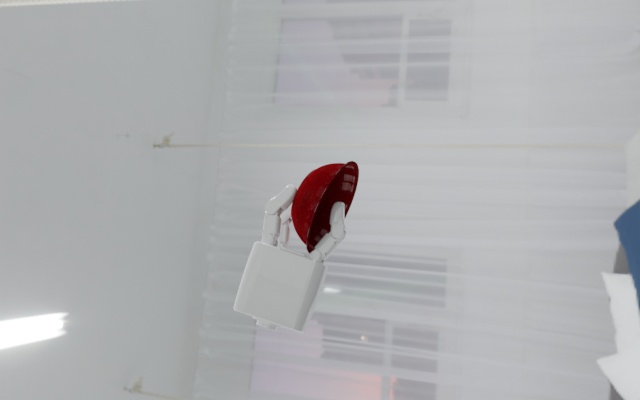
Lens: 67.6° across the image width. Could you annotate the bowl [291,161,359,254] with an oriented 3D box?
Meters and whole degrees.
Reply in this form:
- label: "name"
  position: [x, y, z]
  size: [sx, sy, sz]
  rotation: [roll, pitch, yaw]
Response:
- label: "bowl"
  position: [0.000, 0.001, 0.761]
  size: [0.055, 0.162, 0.162]
  rotation: [26, 9, 19]
